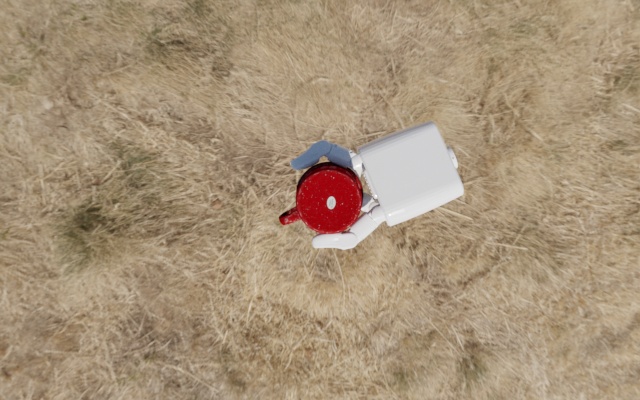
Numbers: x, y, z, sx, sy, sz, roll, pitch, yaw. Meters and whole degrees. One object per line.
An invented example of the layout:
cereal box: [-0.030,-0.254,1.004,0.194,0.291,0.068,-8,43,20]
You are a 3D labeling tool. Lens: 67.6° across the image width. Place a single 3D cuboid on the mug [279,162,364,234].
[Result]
mug: [-0.001,0.003,0.614,0.117,0.093,0.081,-22,5,4]
